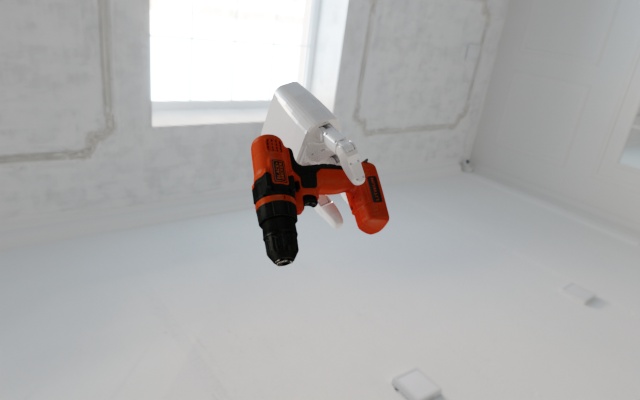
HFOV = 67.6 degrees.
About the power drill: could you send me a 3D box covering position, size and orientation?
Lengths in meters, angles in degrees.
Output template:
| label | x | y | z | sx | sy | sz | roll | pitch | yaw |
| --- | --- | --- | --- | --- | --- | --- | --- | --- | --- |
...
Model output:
| label | x | y | z | sx | sy | sz | roll | pitch | yaw |
| --- | --- | --- | --- | --- | --- | --- | --- | --- | --- |
| power drill | 0.000 | 0.002 | 0.643 | 0.187 | 0.184 | 0.057 | 7 | -31 | -31 |
